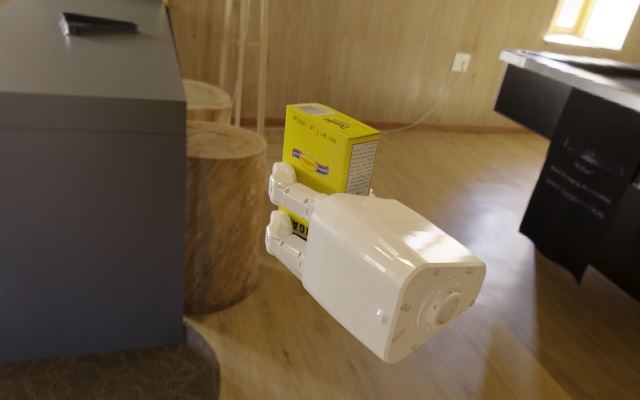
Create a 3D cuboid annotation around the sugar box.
[{"bbox_3d":[0.000,0.002,0.472,0.048,0.176,0.093,-13,34,-37],"label":"sugar box"}]
